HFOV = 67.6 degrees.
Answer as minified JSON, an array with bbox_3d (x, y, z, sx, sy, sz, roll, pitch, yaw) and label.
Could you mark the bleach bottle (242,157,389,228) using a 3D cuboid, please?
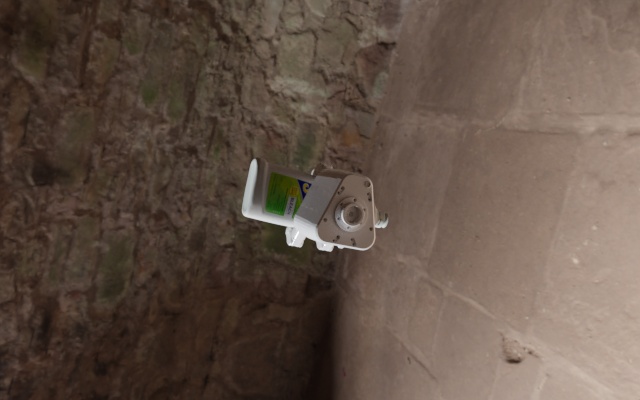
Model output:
[{"bbox_3d":[0.000,0.003,0.813,0.251,0.102,0.068,11,0,-18],"label":"bleach bottle"}]
